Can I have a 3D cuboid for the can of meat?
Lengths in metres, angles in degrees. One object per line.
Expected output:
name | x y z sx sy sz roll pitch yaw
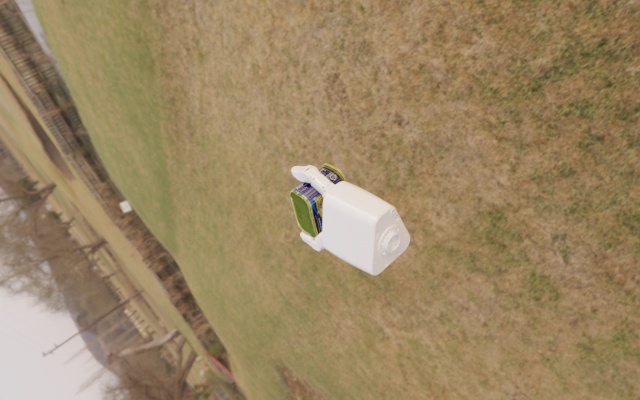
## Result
can of meat | 0.000 0.003 0.812 0.084 0.102 0.057 -37 46 -26
